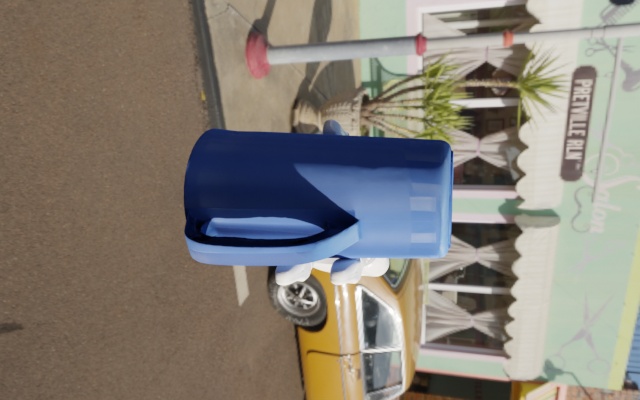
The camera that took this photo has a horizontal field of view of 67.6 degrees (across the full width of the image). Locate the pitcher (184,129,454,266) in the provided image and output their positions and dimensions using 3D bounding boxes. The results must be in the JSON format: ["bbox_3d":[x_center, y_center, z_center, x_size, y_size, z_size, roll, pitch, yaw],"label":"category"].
[{"bbox_3d":[0.000,0.001,0.457,0.243,0.149,0.145,2,-17,16],"label":"pitcher"}]
